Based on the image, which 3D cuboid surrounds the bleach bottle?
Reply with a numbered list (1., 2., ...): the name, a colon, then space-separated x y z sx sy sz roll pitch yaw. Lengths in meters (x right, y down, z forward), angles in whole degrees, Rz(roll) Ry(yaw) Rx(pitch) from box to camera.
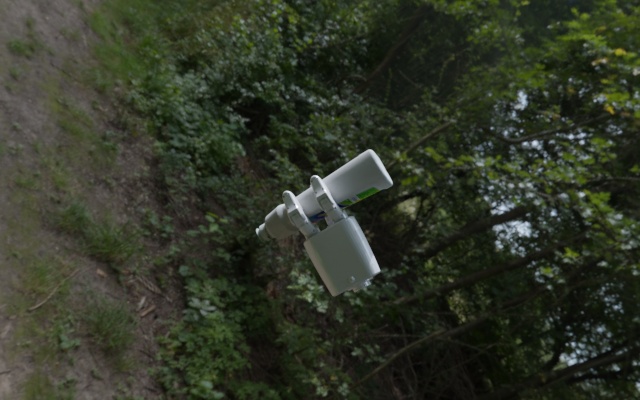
1. bleach bottle: 0.000 0.003 0.846 0.251 0.068 0.102 -30 -13 11
